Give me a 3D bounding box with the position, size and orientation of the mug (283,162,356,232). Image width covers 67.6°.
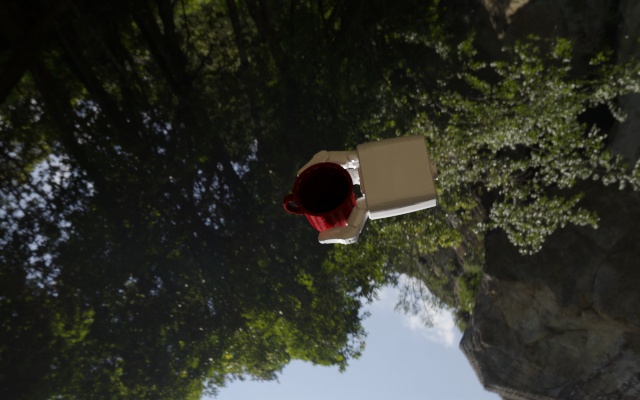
[{"bbox_3d":[-0.001,0.003,0.746,0.117,0.093,0.081,-9,-30,10],"label":"mug"}]
